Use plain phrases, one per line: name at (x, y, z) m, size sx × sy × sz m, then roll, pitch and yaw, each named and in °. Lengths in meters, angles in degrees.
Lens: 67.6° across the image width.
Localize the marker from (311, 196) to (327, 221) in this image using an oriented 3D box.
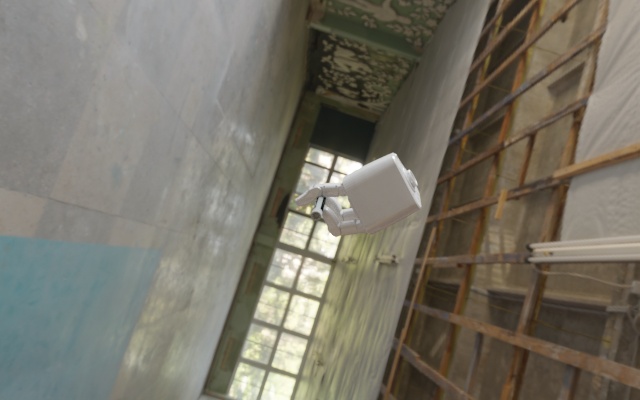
marker at (0.000, 0.003, 0.874) m, size 0.020 × 0.020 × 0.121 m, roll 0°, pitch 24°, yaw 8°
